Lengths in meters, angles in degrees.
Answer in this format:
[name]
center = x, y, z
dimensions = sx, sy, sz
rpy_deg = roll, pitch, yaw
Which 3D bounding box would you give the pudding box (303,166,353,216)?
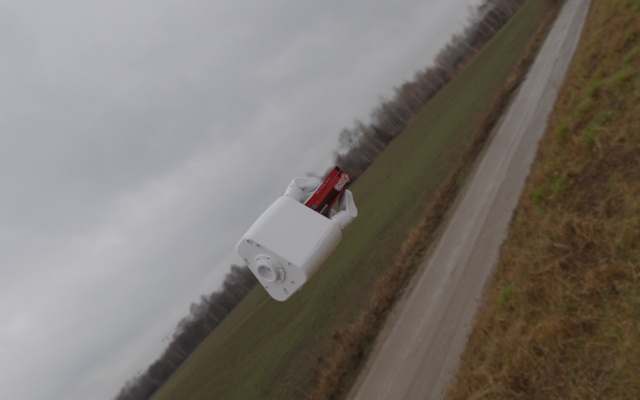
[pudding box]
center = 0.000, 0.002, 0.773
dimensions = 0.039, 0.090, 0.113
rpy_deg = 41, -20, -2
